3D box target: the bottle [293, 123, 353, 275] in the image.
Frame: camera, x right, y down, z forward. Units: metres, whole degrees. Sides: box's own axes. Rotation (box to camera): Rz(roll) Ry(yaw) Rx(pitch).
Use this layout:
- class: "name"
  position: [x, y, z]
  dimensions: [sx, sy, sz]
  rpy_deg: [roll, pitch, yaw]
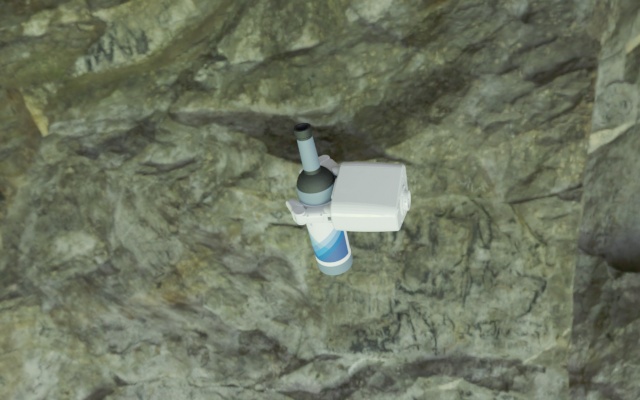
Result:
- class: "bottle"
  position: [0.000, 0.003, 0.814]
  dimensions: [0.069, 0.296, 0.069]
  rpy_deg: [-9, 37, 7]
